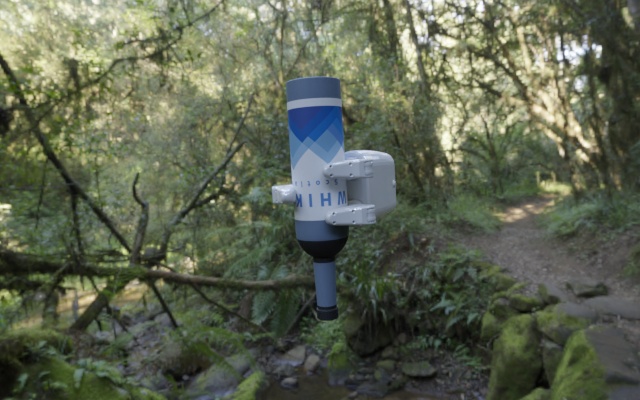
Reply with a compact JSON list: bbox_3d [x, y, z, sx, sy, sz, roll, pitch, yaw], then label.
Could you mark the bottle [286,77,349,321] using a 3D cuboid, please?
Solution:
[{"bbox_3d":[0.000,0.002,0.592,0.069,0.296,0.069,-4,5,0],"label":"bottle"}]
